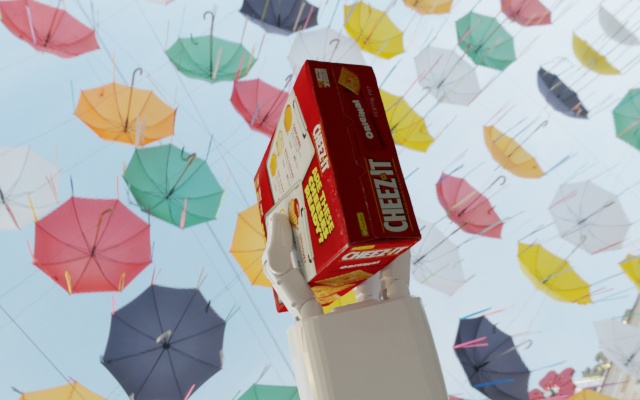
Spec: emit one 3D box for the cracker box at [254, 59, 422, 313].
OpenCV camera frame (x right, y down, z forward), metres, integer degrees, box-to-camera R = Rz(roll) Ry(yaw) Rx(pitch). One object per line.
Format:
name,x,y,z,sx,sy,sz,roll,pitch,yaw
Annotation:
cracker box,0.000,0.002,0.457,0.072,0.164,0.214,-3,-24,-22
